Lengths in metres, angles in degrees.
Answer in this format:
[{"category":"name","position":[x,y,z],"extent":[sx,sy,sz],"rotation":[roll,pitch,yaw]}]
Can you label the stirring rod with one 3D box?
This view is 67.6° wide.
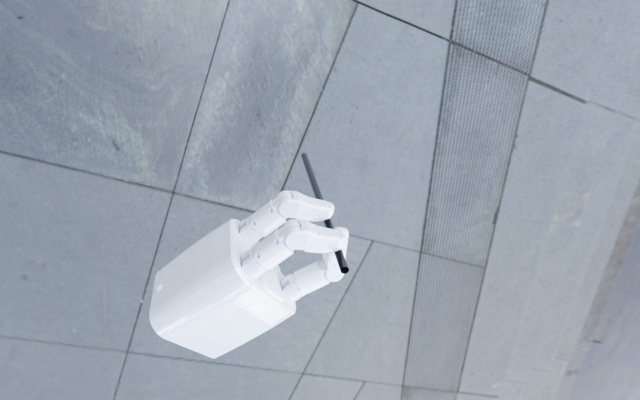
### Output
[{"category":"stirring rod","position":[0.000,0.002,0.529],"extent":[0.011,0.011,0.239],"rotation":[0,30,-12]}]
